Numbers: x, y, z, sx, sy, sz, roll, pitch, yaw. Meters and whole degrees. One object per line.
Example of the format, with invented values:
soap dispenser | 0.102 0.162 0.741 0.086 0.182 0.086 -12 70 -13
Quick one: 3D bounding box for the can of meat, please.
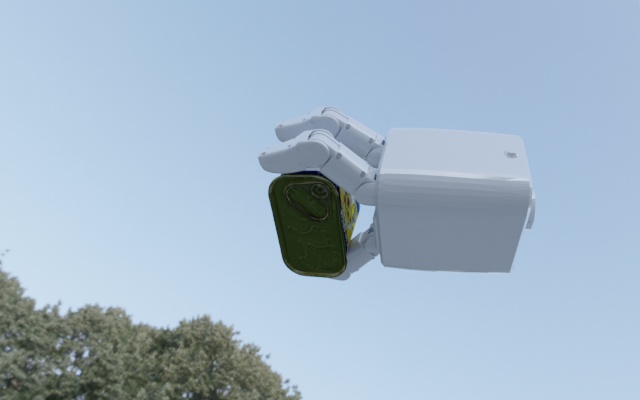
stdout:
can of meat | 0.000 0.001 0.419 0.057 0.102 0.084 1 34 16
